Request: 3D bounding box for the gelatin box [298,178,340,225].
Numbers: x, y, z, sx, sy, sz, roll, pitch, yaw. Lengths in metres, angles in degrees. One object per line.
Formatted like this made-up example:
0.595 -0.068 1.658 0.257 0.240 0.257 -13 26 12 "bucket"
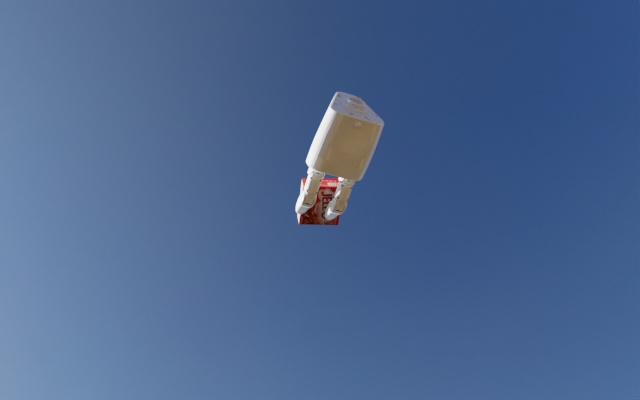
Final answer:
0.000 0.003 0.849 0.073 0.089 0.030 1 38 -10 "gelatin box"
